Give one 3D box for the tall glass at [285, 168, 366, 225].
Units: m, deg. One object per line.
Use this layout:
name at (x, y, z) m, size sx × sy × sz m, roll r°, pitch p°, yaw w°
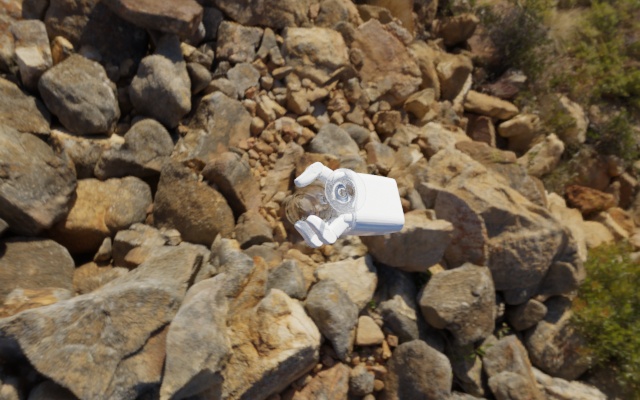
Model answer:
tall glass at (0.000, 0.003, 0.847) m, size 0.079 × 0.079 × 0.201 m, roll 0°, pitch -10°, yaw -25°
